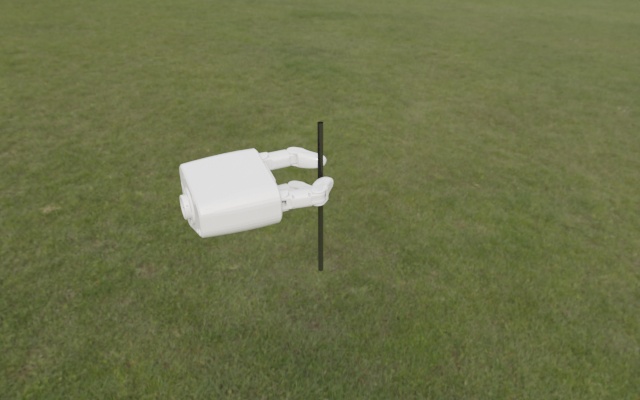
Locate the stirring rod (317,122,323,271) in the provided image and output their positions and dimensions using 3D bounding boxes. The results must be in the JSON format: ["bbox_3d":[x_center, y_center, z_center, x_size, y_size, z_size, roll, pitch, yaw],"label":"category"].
[{"bbox_3d":[0.000,0.002,0.693,0.011,0.240,0.011,0,28,0],"label":"stirring rod"}]
